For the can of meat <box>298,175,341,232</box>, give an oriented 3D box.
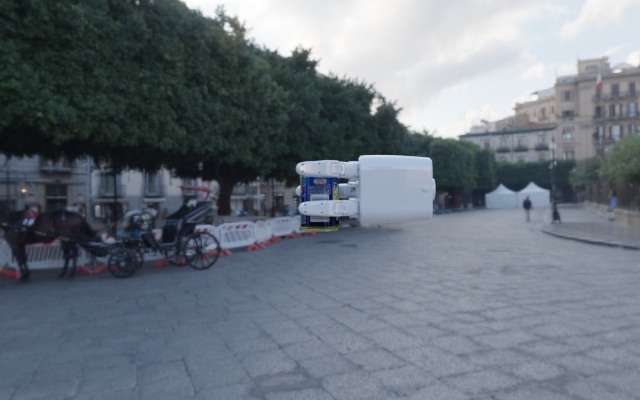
[{"bbox_3d":[0.000,0.002,0.724,0.057,0.084,0.102,0,0,7],"label":"can of meat"}]
